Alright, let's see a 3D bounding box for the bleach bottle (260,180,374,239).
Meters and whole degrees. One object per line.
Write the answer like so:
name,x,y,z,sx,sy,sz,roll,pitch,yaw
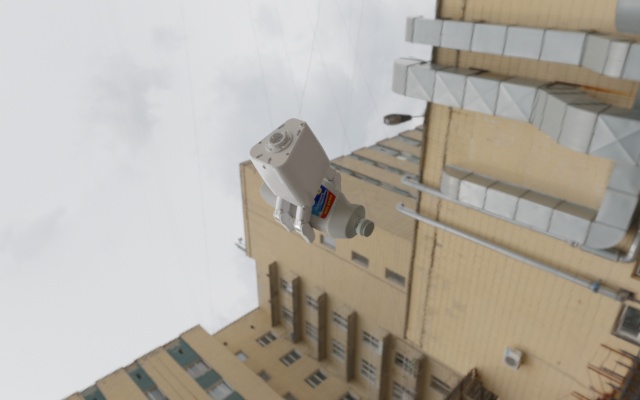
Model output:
bleach bottle,0.000,0.003,0.899,0.250,0.102,0.068,25,-23,39
